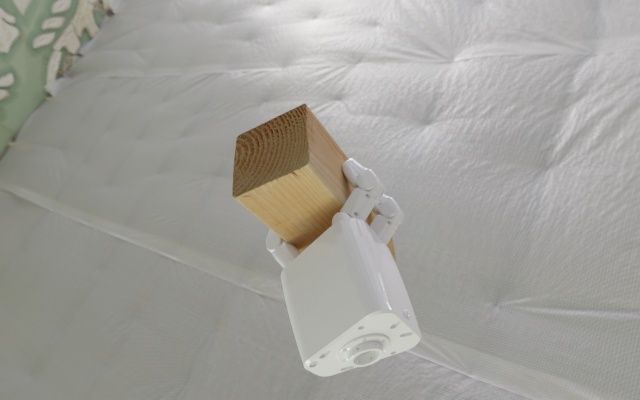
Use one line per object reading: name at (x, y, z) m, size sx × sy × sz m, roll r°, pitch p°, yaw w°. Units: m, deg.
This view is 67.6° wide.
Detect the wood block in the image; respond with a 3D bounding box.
wood block at (0.000, 0.002, 0.545) m, size 0.091 × 0.090 × 0.206 m, roll -22°, pitch -42°, yaw 21°
